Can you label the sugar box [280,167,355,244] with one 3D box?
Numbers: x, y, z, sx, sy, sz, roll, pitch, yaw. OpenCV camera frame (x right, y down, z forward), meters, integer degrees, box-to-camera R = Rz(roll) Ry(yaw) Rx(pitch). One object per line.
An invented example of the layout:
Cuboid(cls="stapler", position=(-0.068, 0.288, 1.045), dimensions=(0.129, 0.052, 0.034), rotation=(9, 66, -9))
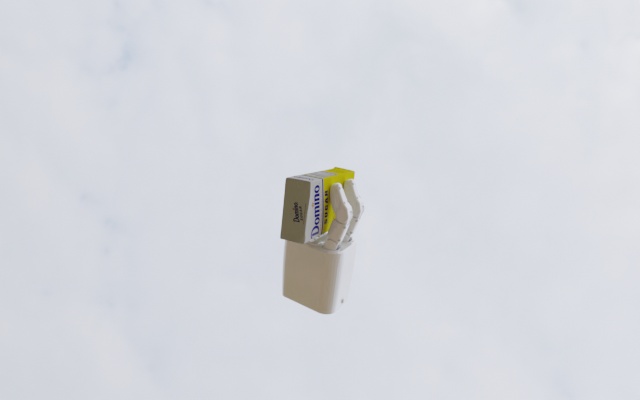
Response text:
Cuboid(cls="sugar box", position=(0.001, 0.003, 0.744), dimensions=(0.048, 0.093, 0.176), rotation=(11, 13, 20))
